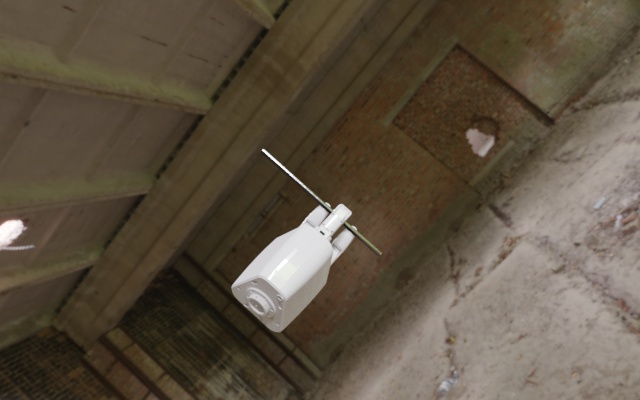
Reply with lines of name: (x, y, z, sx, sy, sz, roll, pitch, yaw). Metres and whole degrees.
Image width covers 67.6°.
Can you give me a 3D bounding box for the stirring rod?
stirring rod: (0.000, 0.002, 0.728, 0.239, 0.011, 0.011, 41, 4, 5)
